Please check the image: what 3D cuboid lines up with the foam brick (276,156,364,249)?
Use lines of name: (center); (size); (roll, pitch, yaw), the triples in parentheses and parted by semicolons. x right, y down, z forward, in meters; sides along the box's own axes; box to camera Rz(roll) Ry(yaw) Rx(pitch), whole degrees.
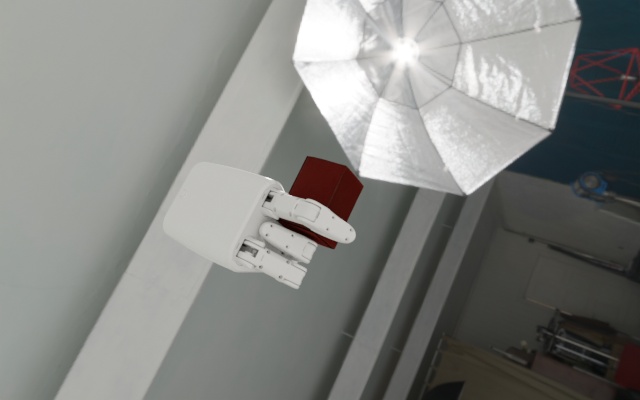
foam brick: (0.000, 0.001, 0.498); (0.051, 0.078, 0.053); (18, -15, 32)
